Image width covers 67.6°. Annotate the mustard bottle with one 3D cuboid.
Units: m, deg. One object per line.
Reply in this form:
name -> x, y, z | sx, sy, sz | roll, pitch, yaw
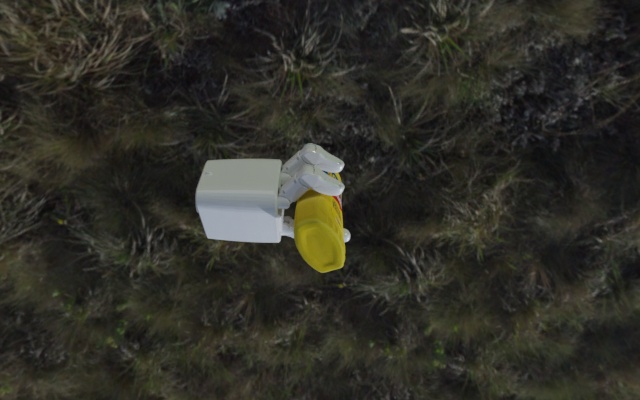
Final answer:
mustard bottle -> 0.000, 0.002, 0.670 | 0.058, 0.096, 0.191 | -18, 35, 14
